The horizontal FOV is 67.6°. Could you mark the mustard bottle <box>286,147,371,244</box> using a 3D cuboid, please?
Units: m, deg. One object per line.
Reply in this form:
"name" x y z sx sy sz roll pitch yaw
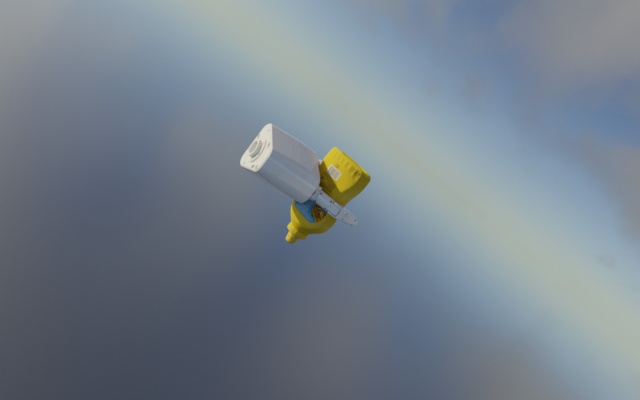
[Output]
"mustard bottle" 0.001 0.003 0.873 0.096 0.191 0.058 46 13 35
